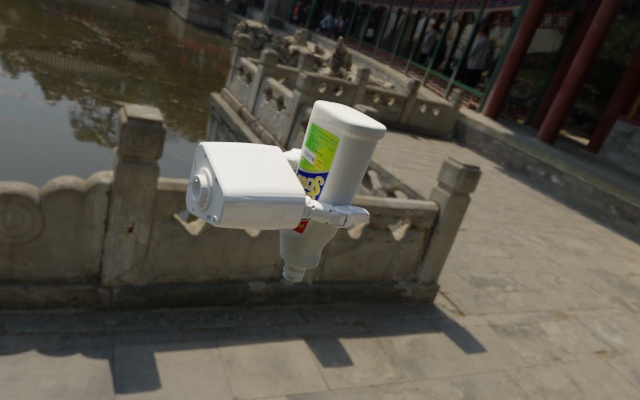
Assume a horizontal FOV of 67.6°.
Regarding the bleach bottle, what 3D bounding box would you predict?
[{"bbox_3d":[0.000,0.002,0.639,0.068,0.251,0.102,1,26,-38],"label":"bleach bottle"}]
